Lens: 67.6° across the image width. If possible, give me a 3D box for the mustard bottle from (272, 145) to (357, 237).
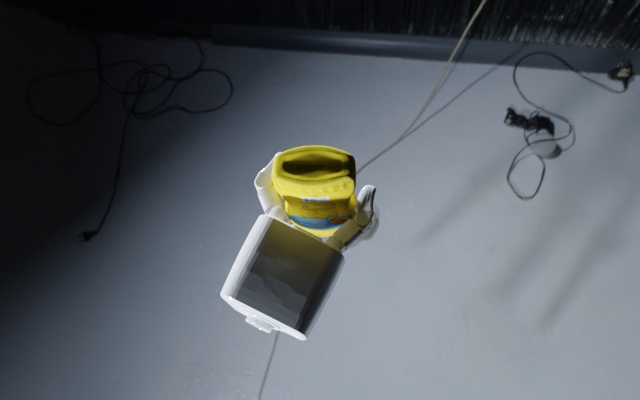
[{"bbox_3d":[0.000,0.002,0.620,0.096,0.058,0.192,-2,-26,5],"label":"mustard bottle"}]
